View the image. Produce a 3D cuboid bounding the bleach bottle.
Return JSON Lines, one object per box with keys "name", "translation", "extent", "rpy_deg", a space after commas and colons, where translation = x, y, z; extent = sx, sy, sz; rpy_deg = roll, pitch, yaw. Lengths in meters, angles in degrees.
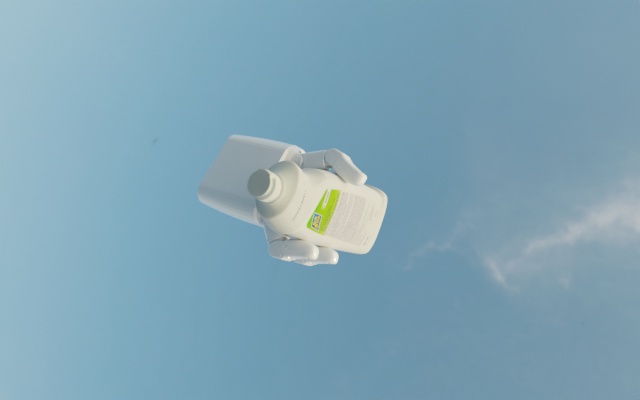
{"name": "bleach bottle", "translation": [0.000, 0.002, 0.578], "extent": [0.068, 0.102, 0.251], "rpy_deg": [15, -5, 30]}
